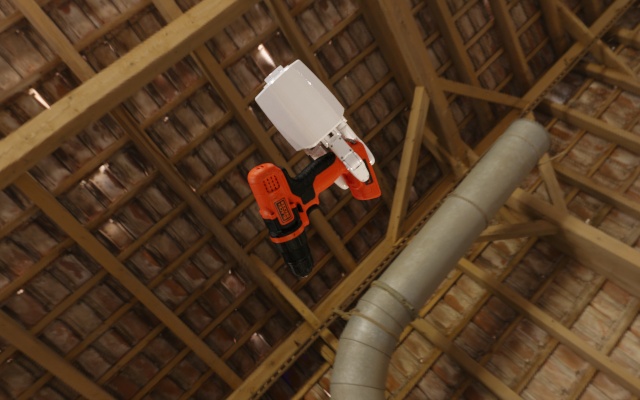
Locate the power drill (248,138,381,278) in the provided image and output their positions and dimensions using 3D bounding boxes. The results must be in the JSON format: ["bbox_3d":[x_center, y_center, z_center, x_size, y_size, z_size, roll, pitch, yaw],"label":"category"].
[{"bbox_3d":[0.000,0.002,0.727,0.187,0.184,0.057,-30,23,-23],"label":"power drill"}]
